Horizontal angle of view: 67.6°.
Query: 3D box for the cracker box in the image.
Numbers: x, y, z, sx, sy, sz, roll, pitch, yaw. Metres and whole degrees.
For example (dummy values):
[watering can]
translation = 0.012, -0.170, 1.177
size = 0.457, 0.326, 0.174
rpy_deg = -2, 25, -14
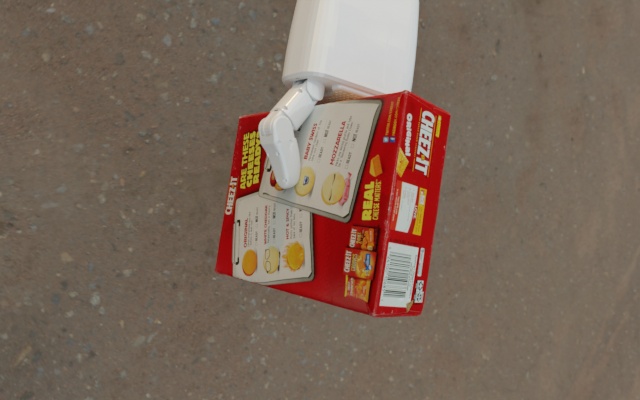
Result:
[cracker box]
translation = 0.000, 0.001, 0.429
size = 0.072, 0.164, 0.213
rpy_deg = 13, -7, -42
